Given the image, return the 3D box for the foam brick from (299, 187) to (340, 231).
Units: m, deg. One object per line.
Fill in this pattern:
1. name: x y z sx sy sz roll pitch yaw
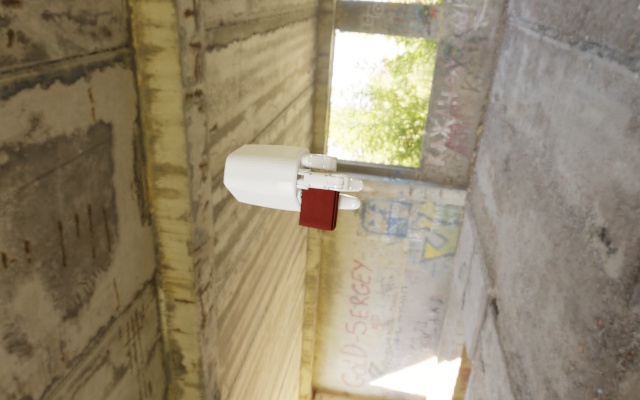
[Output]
1. foam brick: 0.000 0.003 0.710 0.051 0.078 0.053 6 1 7
